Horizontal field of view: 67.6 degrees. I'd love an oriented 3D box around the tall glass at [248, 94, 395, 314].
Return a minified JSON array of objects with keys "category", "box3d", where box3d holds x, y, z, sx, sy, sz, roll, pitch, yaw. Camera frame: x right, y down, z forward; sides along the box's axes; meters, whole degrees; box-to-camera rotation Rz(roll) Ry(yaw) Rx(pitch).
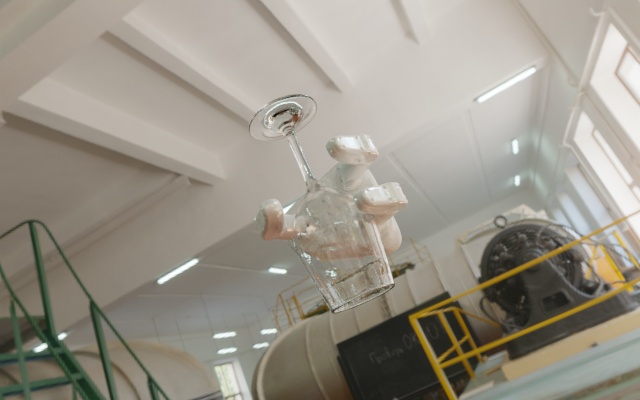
[{"category":"tall glass","box3d":[0.000,0.001,0.454,0.079,0.201,0.079,-21,-20,-8]}]
